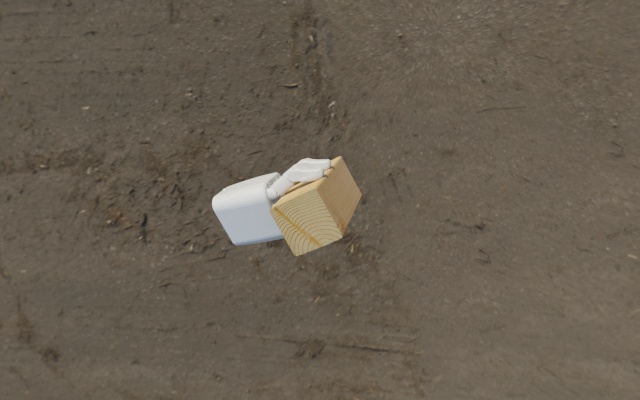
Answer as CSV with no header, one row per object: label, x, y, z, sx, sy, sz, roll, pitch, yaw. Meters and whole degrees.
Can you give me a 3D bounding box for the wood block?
wood block,0.000,0.003,0.831,0.090,0.091,0.206,-24,12,20
